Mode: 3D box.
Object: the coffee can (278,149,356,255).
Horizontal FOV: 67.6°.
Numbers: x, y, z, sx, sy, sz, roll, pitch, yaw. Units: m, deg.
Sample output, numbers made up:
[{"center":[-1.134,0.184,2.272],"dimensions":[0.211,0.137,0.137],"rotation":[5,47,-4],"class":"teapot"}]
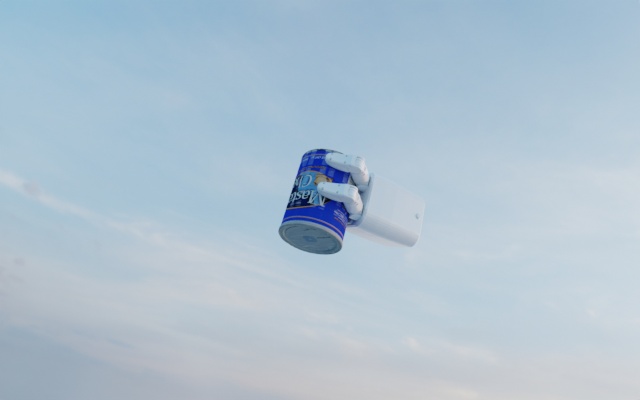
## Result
[{"center":[0.000,0.003,0.772],"dimensions":[0.103,0.140,0.103],"rotation":[12,-28,7],"class":"coffee can"}]
